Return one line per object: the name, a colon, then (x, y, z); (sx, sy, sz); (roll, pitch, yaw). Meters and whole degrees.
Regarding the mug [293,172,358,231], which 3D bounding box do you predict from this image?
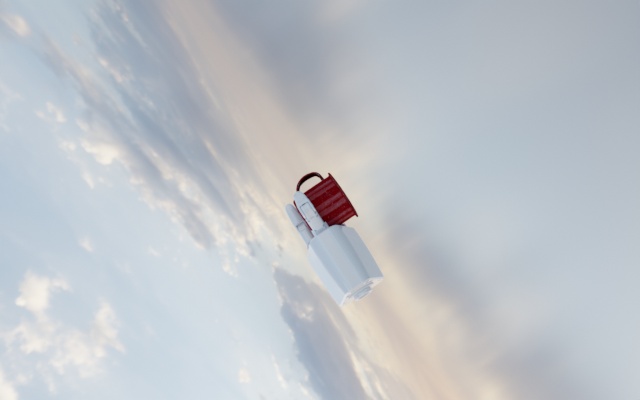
mug: (-0.001, 0.002, 0.829); (0.081, 0.117, 0.093); (-34, -19, -1)
